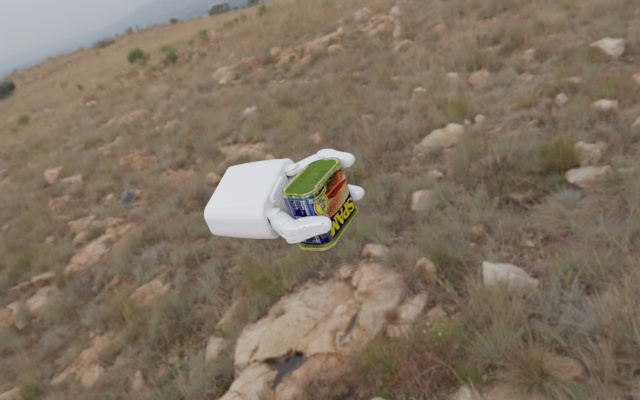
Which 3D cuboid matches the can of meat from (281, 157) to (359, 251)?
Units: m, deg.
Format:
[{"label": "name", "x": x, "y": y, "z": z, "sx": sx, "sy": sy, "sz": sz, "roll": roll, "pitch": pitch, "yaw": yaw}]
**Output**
[{"label": "can of meat", "x": 0.000, "y": 0.002, "z": 0.631, "sx": 0.057, "sy": 0.084, "sz": 0.102, "roll": 0, "pitch": 33, "yaw": 33}]
